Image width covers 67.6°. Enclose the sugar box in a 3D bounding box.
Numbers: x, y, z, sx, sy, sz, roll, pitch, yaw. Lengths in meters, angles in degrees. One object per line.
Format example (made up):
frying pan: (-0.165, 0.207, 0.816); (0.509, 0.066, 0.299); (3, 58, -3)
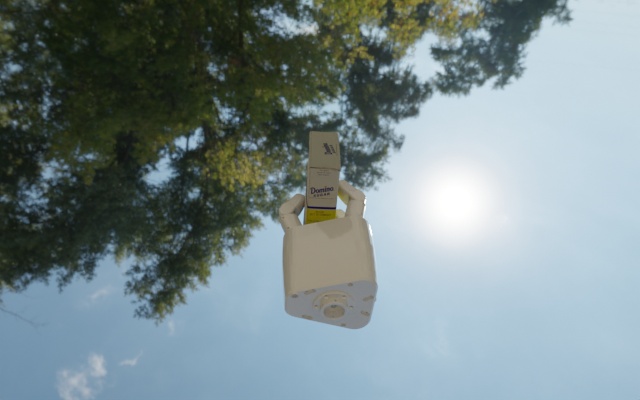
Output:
sugar box: (0.001, 0.002, 0.669); (0.048, 0.176, 0.093); (4, 38, -4)
